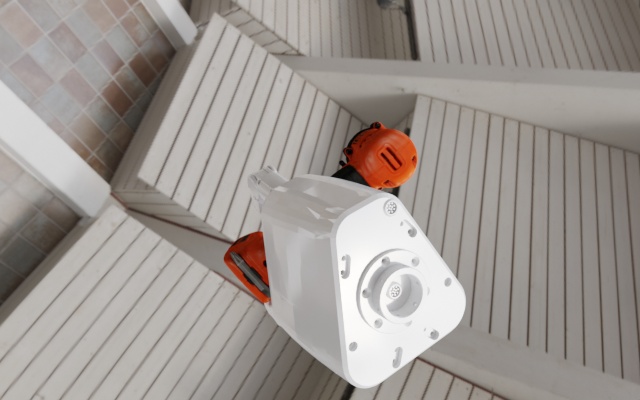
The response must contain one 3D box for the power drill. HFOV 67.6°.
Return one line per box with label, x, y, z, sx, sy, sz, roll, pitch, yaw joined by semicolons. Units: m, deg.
power drill;0.000;0.002;0.453;0.187;0.057;0.184;-43;5;3
